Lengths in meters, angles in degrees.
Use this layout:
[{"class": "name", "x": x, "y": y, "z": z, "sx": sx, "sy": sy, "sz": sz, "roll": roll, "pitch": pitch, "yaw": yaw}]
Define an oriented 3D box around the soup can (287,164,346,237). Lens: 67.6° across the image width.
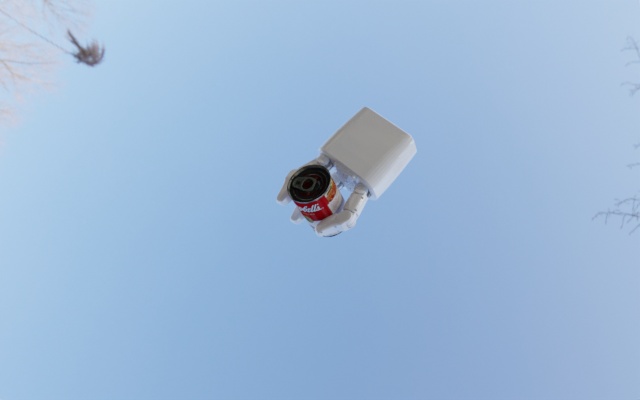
[{"class": "soup can", "x": 0.000, "y": 0.003, "z": 0.722, "sx": 0.068, "sy": 0.068, "sz": 0.102, "roll": 0, "pitch": -33, "yaw": 24}]
